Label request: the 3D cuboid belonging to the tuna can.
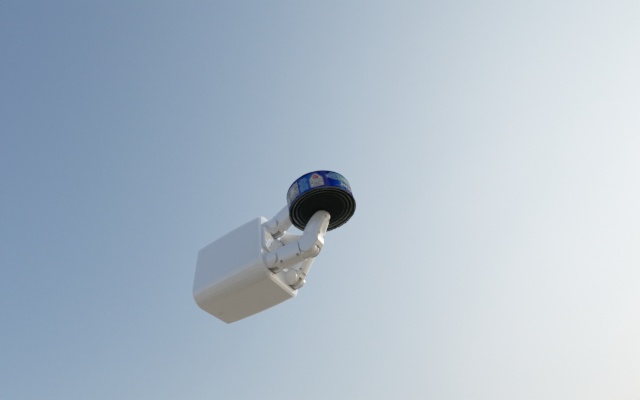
[{"bbox_3d":[0.000,0.002,0.609,0.086,0.033,0.086,-8,-42,-7],"label":"tuna can"}]
